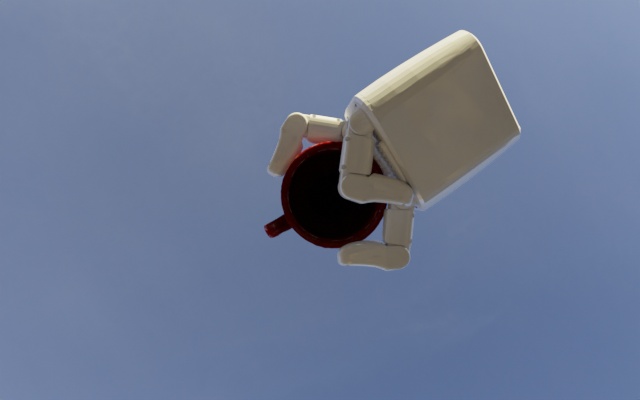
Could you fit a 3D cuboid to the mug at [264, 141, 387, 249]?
[{"bbox_3d":[-0.001,0.002,0.452,0.117,0.093,0.081,-33,2,-2],"label":"mug"}]
